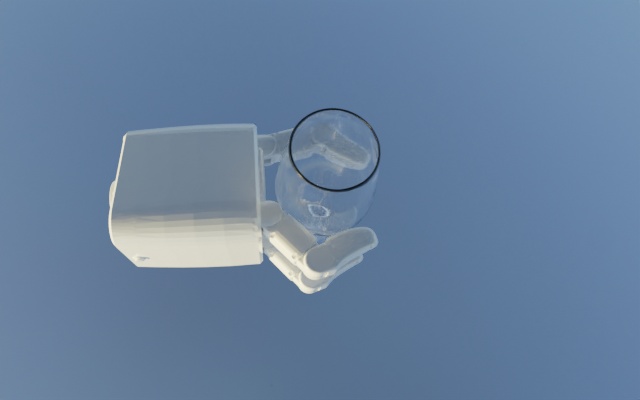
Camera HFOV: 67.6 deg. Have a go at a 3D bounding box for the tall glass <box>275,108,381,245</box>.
[{"bbox_3d":[0.000,0.002,0.405,0.079,0.079,0.201,0,-21,-6],"label":"tall glass"}]
